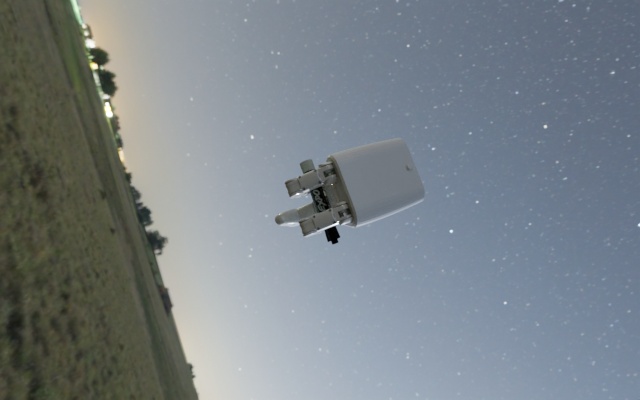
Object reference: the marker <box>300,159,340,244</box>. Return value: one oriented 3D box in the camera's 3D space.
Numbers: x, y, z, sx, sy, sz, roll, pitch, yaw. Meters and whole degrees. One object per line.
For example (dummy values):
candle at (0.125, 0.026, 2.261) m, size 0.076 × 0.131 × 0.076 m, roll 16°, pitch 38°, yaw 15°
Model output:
marker at (0.000, 0.002, 0.656) m, size 0.020 × 0.121 × 0.020 m, roll -20°, pitch -7°, yaw -3°
